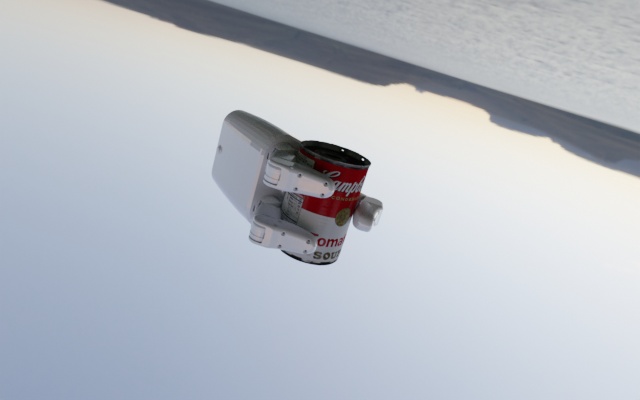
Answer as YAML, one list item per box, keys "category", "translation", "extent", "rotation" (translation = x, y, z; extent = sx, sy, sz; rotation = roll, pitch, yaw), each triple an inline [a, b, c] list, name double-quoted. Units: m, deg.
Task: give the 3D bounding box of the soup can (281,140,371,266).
- category: "soup can"
  translation: [0.000, 0.002, 0.454]
  extent: [0.068, 0.102, 0.068]
  rotation: [16, 18, -5]
